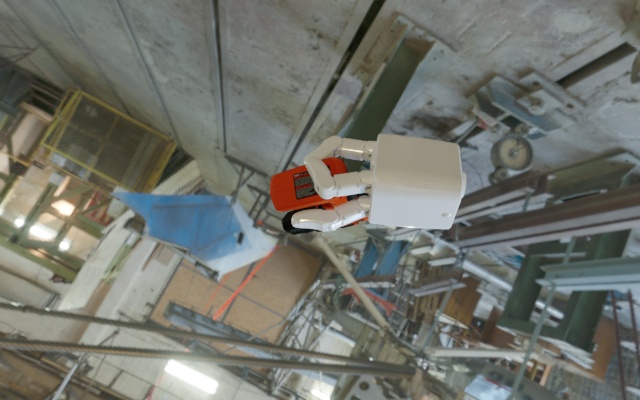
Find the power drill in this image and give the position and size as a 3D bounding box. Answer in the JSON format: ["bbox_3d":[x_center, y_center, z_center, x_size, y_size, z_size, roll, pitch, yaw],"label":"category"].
[{"bbox_3d":[0.000,0.002,0.692,0.184,0.057,0.188,-17,-17,16],"label":"power drill"}]
